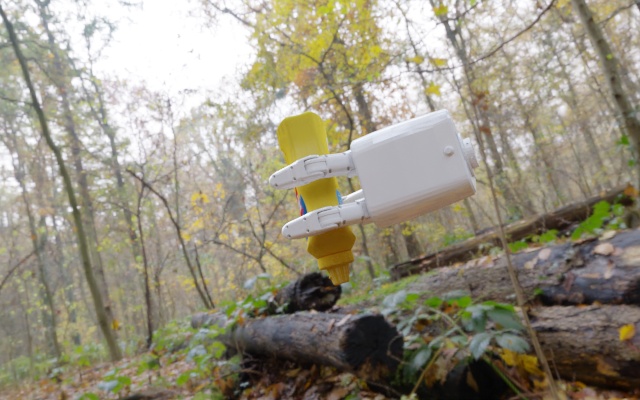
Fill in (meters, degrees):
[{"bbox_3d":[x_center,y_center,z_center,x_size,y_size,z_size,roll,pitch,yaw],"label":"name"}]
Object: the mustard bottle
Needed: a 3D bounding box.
[{"bbox_3d":[0.000,0.002,0.550,0.058,0.191,0.096,-15,-11,-4],"label":"mustard bottle"}]
